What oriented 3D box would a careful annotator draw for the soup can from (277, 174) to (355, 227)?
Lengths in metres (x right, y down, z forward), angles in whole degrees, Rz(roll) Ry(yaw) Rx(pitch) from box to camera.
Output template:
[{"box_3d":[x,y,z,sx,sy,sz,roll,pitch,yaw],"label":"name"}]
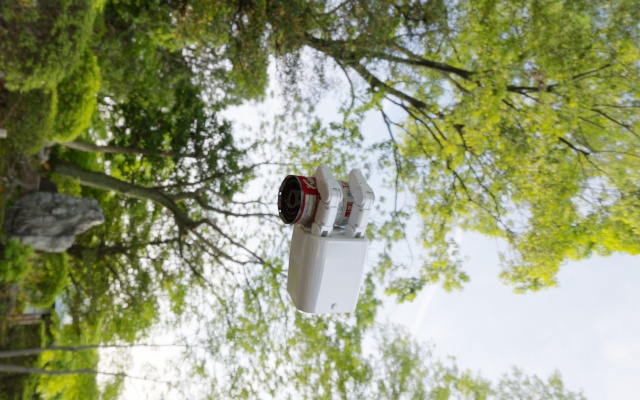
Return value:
[{"box_3d":[0.000,0.002,0.667,0.102,0.068,0.068,5,-3,-32],"label":"soup can"}]
